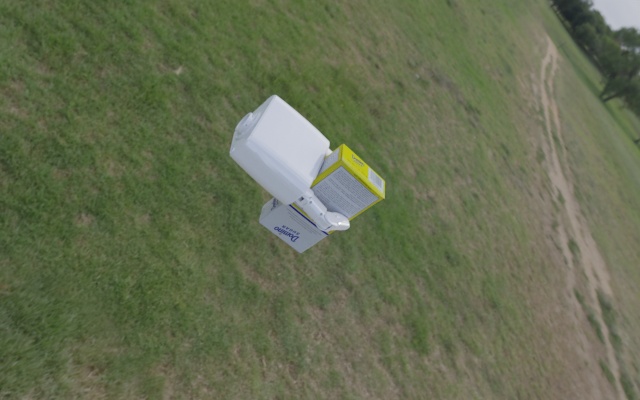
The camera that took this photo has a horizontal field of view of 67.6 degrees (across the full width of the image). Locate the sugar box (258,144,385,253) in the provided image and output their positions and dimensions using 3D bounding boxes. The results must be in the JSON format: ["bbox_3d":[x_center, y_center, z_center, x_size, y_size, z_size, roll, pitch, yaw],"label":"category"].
[{"bbox_3d":[0.000,0.002,0.710,0.176,0.048,0.093,-33,-61,32],"label":"sugar box"}]
